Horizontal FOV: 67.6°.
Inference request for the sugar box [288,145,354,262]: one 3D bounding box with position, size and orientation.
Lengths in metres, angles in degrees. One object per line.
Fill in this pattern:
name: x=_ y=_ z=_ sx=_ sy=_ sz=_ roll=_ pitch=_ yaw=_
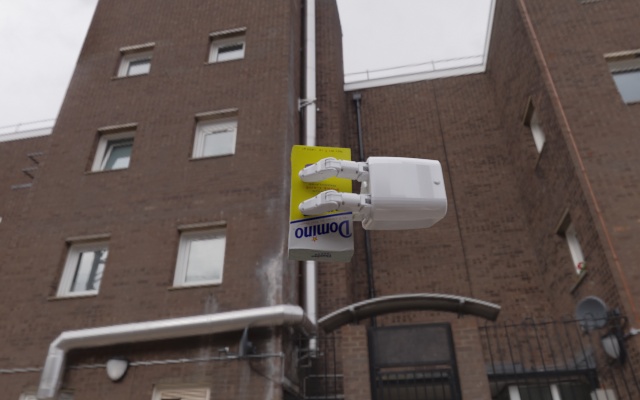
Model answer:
sugar box: x=0.000 y=0.002 z=0.712 sx=0.093 sy=0.176 sz=0.048 roll=2 pitch=-31 yaw=-5
